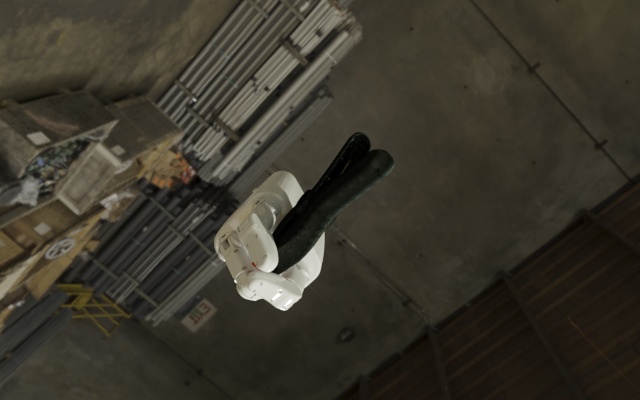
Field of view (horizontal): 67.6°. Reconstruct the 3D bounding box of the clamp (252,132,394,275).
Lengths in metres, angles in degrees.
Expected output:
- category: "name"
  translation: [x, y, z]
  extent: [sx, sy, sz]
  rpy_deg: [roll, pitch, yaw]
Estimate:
- category: "clamp"
  translation: [0.000, 0.002, 0.461]
  extent: [0.171, 0.039, 0.120]
  rpy_deg: [-44, 9, 17]
